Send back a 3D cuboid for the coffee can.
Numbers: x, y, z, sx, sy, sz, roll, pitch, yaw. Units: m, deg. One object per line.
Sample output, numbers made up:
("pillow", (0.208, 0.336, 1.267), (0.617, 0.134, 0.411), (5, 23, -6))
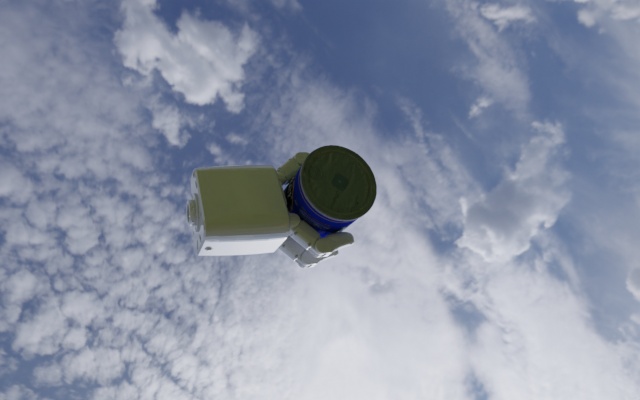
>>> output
("coffee can", (0.000, 0.002, 0.653), (0.103, 0.102, 0.140), (0, -22, -22))
